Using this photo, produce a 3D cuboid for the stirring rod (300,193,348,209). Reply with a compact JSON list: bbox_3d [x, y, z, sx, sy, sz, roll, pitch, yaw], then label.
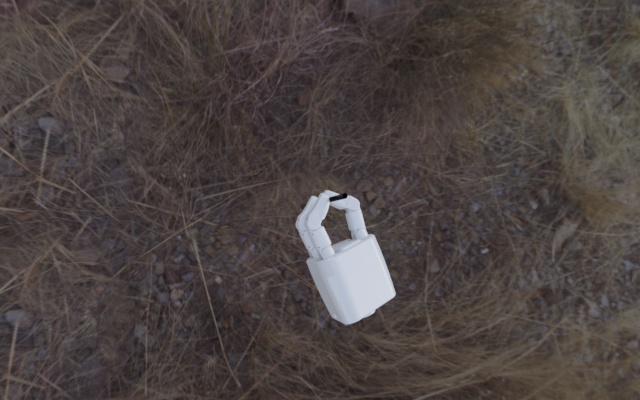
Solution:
[{"bbox_3d":[0.000,0.003,0.779,0.011,0.011,0.239,0,-4,-16],"label":"stirring rod"}]
